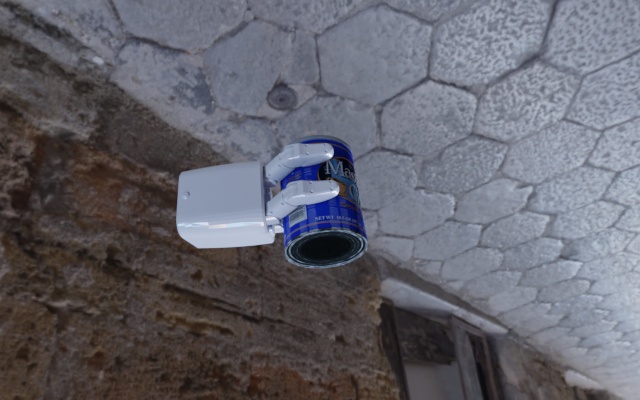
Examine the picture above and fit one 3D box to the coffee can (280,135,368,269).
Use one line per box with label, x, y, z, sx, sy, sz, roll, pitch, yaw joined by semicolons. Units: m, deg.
coffee can;0.000;0.002;0.614;0.103;0.140;0.103;-5;-32;-3
